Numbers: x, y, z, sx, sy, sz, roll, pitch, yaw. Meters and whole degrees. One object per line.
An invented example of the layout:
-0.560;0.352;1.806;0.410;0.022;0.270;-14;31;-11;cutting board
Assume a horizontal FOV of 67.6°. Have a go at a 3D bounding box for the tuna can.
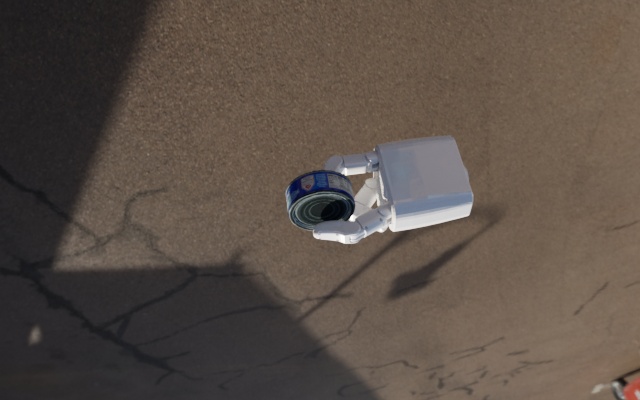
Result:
0.000;0.002;0.599;0.086;0.033;0.086;-5;-37;-4;tuna can
